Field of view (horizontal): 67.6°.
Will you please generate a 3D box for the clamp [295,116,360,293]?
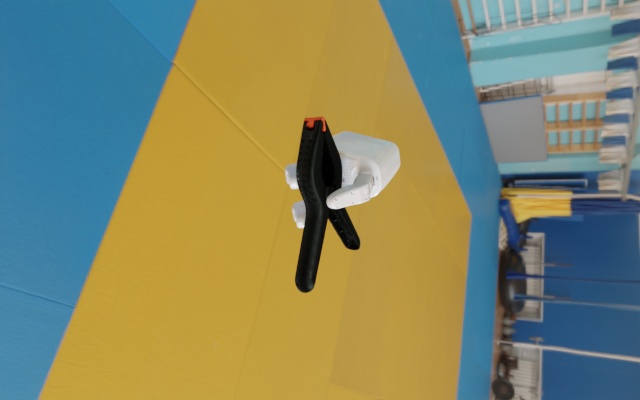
[{"bbox_3d":[0.001,0.001,0.608,0.036,0.210,0.164,0,21,27],"label":"clamp"}]
